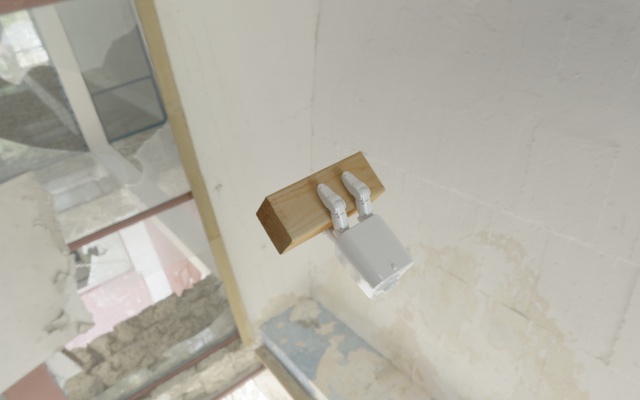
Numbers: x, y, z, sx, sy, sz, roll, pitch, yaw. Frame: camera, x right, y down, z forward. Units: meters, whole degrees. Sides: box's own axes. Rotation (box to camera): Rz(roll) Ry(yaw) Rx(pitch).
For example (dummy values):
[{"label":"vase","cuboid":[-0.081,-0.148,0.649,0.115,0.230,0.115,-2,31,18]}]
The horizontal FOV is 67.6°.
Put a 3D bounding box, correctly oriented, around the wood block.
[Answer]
[{"label":"wood block","cuboid":[0.000,0.003,0.857,0.206,0.090,0.091,-27,-11,-27]}]
